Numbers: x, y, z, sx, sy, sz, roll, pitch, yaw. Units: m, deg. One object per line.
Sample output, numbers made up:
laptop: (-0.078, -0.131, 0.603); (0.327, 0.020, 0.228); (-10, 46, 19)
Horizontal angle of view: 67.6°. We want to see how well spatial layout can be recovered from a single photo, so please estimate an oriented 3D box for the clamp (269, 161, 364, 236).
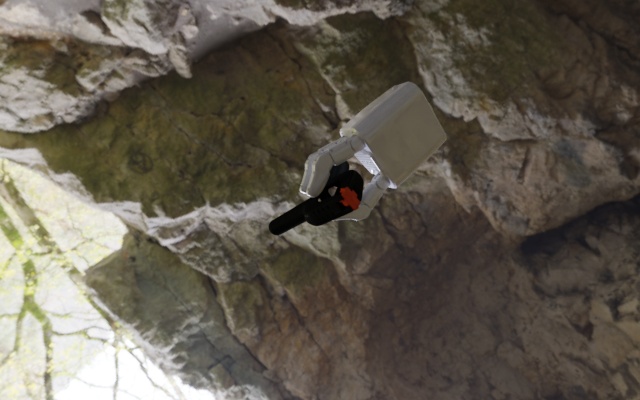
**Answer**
clamp: (0.001, 0.003, 0.667); (0.164, 0.036, 0.210); (-43, 13, -5)
